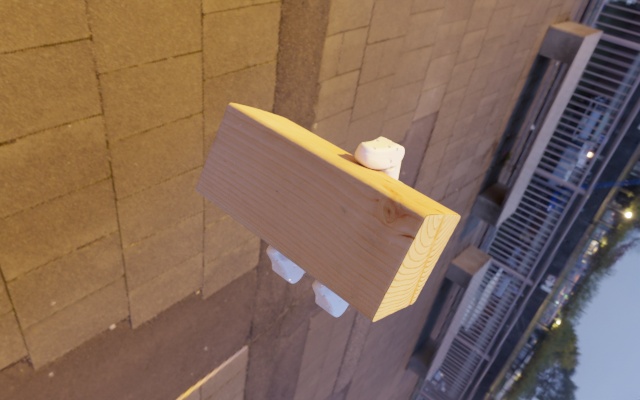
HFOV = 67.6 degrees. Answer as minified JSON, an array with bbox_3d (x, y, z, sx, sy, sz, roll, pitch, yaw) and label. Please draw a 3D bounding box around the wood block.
[{"bbox_3d":[0.001,0.001,0.418,0.206,0.091,0.090,32,15,28],"label":"wood block"}]
